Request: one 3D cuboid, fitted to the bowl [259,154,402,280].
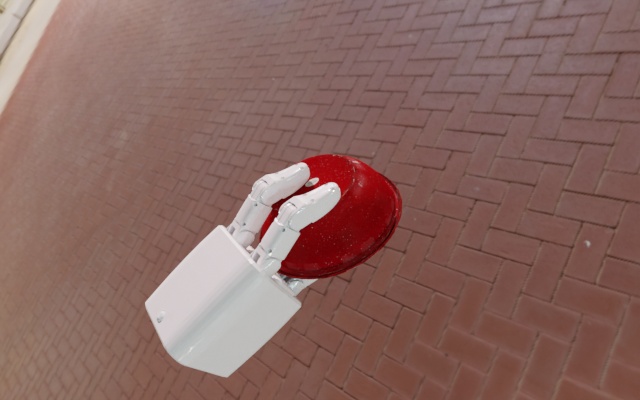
[{"bbox_3d":[0.001,0.000,0.499,0.162,0.055,0.162,-15,40,13],"label":"bowl"}]
